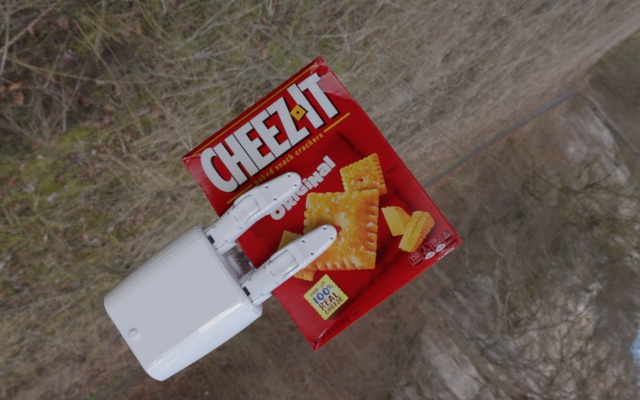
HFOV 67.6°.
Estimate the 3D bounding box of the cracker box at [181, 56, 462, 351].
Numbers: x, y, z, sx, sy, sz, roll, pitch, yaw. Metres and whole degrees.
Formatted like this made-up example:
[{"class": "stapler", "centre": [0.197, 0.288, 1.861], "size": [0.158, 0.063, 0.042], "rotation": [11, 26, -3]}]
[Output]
[{"class": "cracker box", "centre": [0.000, 0.002, 0.449], "size": [0.164, 0.213, 0.072], "rotation": [-36, -6, 0]}]
